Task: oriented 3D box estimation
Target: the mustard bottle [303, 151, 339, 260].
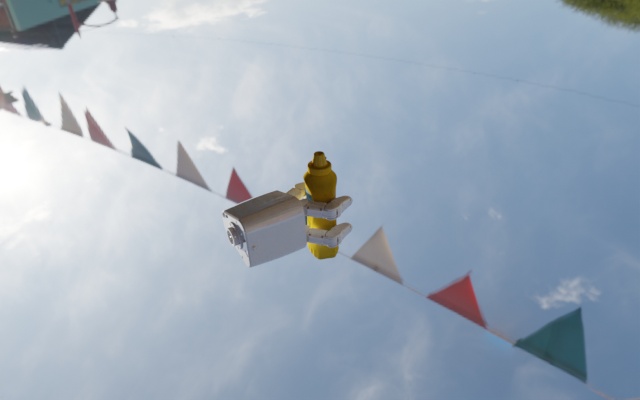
[{"bbox_3d":[0.000,0.003,0.840,0.058,0.192,0.096,-6,32,-6],"label":"mustard bottle"}]
